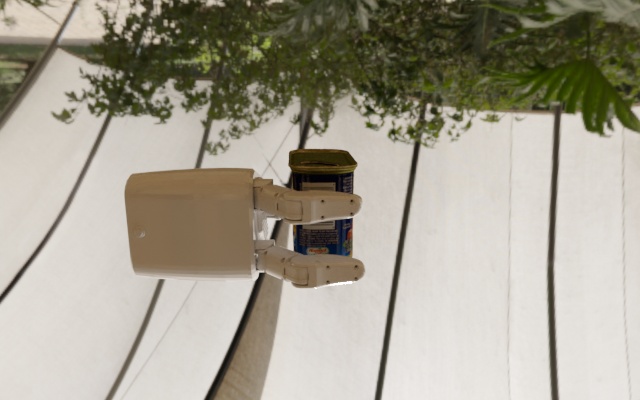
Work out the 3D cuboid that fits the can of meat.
[{"bbox_3d":[0.000,0.002,0.432,0.057,0.084,0.102,0,14,-3],"label":"can of meat"}]
